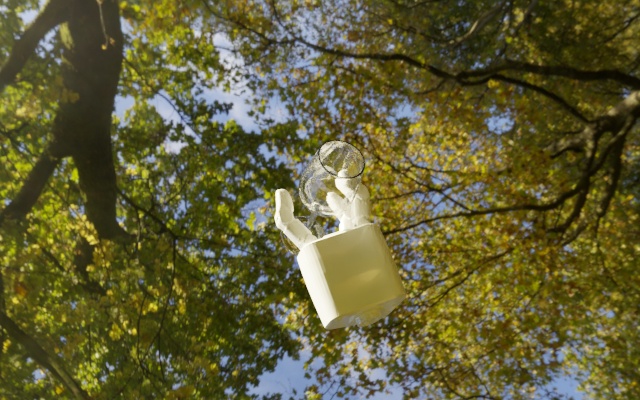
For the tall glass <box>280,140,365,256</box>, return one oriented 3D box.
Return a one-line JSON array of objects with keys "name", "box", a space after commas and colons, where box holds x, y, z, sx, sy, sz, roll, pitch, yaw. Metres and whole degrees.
[{"name": "tall glass", "box": [0.000, 0.002, 0.671, 0.079, 0.079, 0.201, 0, -33, -18]}]
